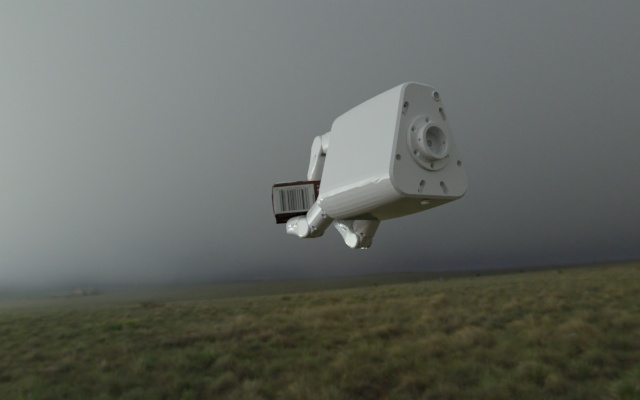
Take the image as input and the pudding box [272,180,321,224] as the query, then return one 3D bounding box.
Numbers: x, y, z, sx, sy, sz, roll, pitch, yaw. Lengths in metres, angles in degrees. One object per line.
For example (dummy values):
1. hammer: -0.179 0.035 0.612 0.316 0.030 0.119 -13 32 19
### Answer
1. pudding box: 0.000 0.002 0.567 0.113 0.039 0.090 -3 -10 -4
